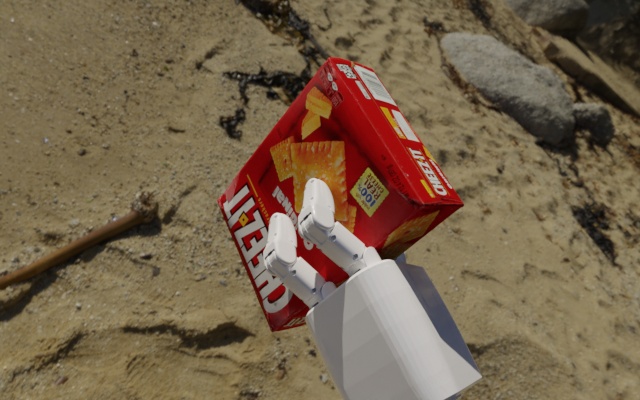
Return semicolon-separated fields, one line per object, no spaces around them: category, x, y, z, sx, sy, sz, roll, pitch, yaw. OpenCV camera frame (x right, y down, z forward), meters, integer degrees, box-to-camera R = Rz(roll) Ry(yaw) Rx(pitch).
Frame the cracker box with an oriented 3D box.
cracker box;0.000;0.001;0.452;0.072;0.164;0.214;1;-37;-46
